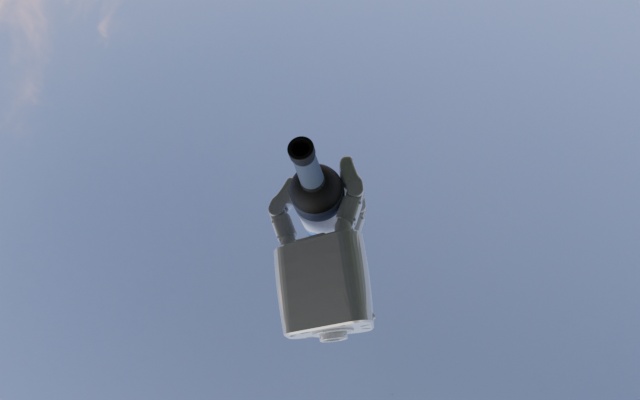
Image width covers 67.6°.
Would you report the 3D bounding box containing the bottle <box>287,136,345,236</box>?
[{"bbox_3d":[0.000,0.002,0.613,0.069,0.069,0.296,0,-22,9],"label":"bottle"}]
